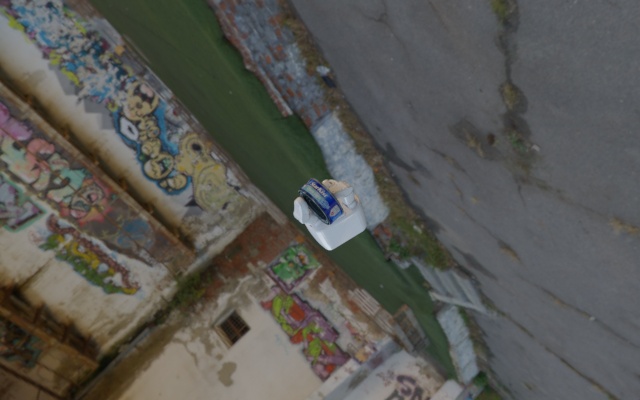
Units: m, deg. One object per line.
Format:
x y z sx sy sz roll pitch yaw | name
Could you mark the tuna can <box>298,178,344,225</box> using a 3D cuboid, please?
0.000 0.003 0.850 0.033 0.086 0.086 -42 10 -12 | tuna can
